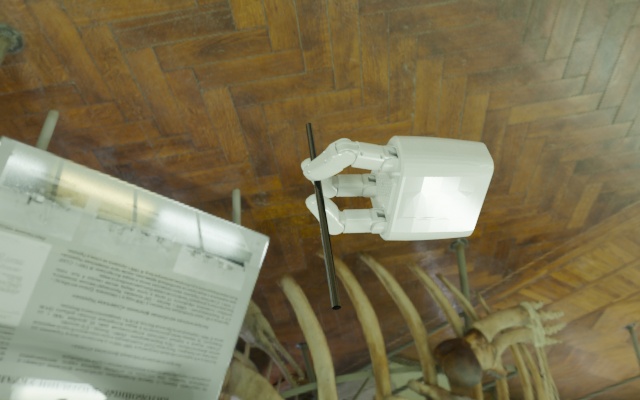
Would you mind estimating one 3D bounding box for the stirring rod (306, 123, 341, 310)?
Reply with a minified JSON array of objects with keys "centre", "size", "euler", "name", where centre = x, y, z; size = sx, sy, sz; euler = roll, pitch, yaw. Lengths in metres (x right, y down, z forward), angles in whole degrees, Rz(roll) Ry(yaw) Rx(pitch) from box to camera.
[{"centre":[0.000,0.001,0.488],"size":[0.011,0.239,0.011],"euler":[-5,-40,-4],"name":"stirring rod"}]
